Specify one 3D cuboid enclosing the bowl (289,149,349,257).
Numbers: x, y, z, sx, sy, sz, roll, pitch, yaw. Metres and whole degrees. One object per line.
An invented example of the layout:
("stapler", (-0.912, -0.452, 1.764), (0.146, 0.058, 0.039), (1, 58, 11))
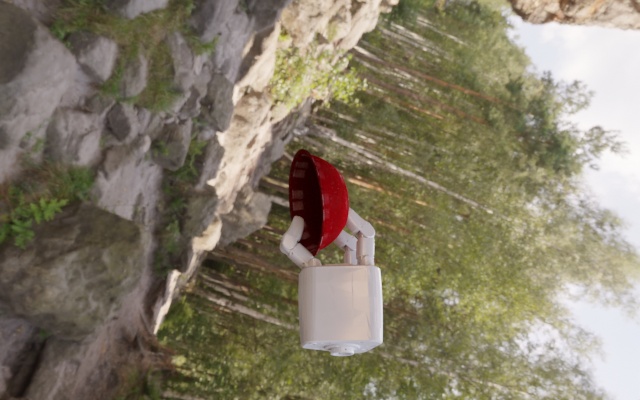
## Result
("bowl", (0.000, 0.001, 0.719), (0.055, 0.162, 0.162), (-5, 2, -20))
